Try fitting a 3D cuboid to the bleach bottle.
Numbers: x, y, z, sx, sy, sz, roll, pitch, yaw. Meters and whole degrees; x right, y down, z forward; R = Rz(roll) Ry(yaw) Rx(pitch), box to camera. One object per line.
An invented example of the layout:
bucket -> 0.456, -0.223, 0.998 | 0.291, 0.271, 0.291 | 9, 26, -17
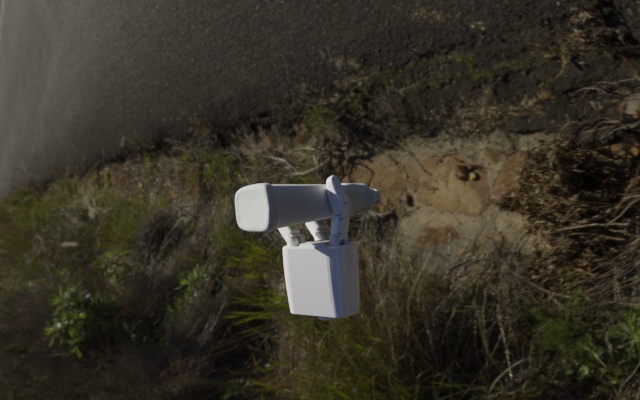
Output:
bleach bottle -> 0.000, 0.002, 0.743 | 0.251, 0.068, 0.102 | -5, 0, -38
